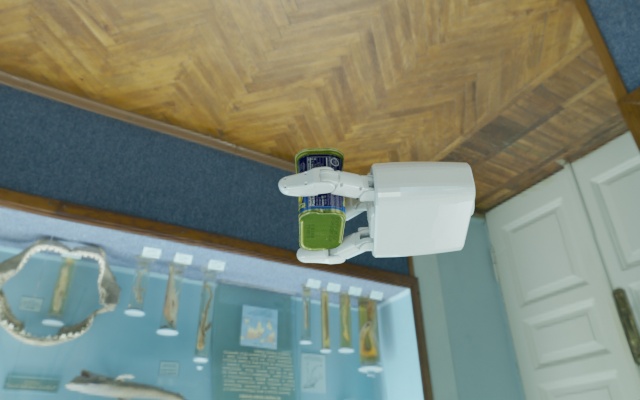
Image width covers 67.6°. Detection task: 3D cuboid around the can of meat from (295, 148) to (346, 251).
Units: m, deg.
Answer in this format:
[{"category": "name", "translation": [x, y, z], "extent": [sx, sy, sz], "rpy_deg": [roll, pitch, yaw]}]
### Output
[{"category": "can of meat", "translation": [0.000, 0.002, 0.561], "extent": [0.057, 0.084, 0.102], "rpy_deg": [-1, -30, -2]}]
